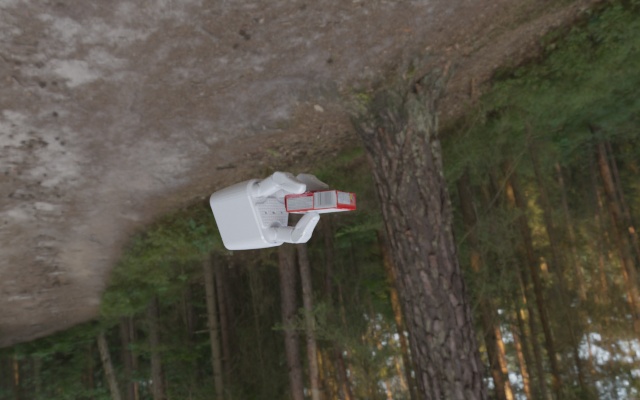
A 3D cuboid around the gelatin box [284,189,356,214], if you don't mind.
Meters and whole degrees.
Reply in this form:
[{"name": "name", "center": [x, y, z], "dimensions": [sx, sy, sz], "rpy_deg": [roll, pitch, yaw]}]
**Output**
[{"name": "gelatin box", "center": [0.000, 0.003, 0.736], "dimensions": [0.089, 0.030, 0.073], "rpy_deg": [-5, -6, 26]}]
